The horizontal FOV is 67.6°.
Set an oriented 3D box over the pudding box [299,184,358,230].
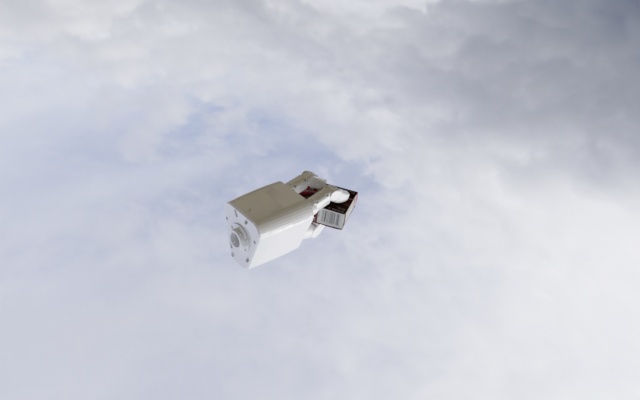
[{"bbox_3d":[0.000,0.003,0.840,0.113,0.039,0.090,18,31,10],"label":"pudding box"}]
